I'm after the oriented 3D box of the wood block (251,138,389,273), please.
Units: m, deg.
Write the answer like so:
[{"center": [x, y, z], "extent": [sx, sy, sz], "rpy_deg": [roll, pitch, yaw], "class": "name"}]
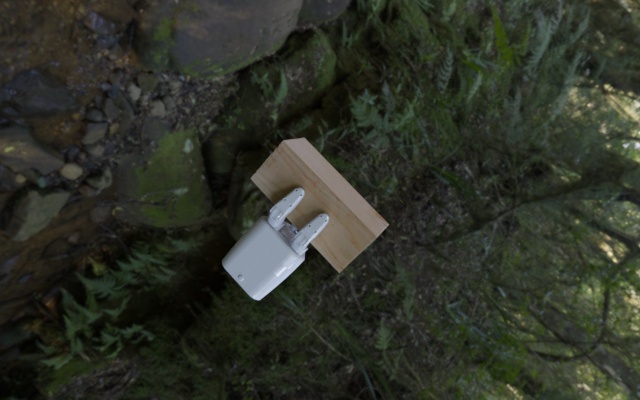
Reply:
[{"center": [0.000, 0.003, 0.775], "extent": [0.090, 0.206, 0.091], "rpy_deg": [-46, -7, 21], "class": "wood block"}]
